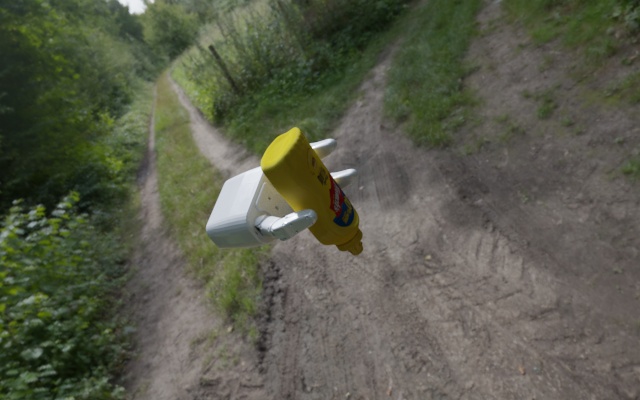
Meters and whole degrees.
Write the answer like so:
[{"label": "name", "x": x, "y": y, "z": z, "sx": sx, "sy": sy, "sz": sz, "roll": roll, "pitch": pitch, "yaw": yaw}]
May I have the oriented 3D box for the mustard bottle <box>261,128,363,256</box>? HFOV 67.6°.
[{"label": "mustard bottle", "x": 0.000, "y": 0.002, "z": 0.634, "sx": 0.058, "sy": 0.192, "sz": 0.096, "roll": -26, "pitch": 26, "yaw": 23}]
